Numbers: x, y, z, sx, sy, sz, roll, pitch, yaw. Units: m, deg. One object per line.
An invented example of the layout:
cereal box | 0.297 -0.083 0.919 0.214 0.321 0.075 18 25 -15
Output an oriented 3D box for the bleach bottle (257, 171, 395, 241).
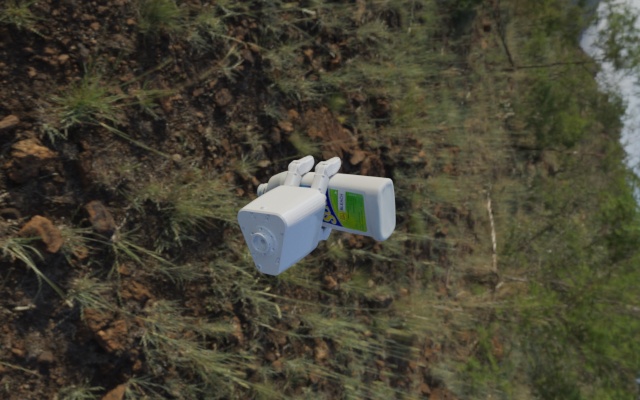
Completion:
bleach bottle | 0.000 0.003 0.824 0.251 0.103 0.068 6 22 30
